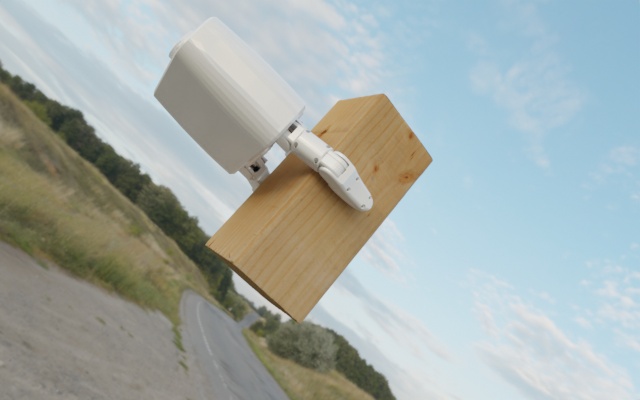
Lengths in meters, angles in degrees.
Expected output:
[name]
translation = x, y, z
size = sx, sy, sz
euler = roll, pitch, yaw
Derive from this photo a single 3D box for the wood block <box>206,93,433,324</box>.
[wood block]
translation = 0.000, 0.001, 0.466
size = 0.090, 0.206, 0.091
euler = 48, -16, -24
